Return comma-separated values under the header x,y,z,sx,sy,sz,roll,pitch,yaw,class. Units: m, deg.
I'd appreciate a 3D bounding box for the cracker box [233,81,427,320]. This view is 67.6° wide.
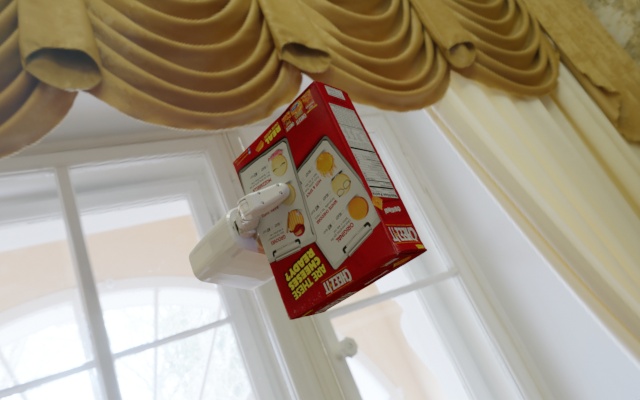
x,y,z,sx,sy,sz,roll,pitch,yaw,class
0.000,0.002,0.546,0.164,0.213,0.072,-38,-25,34,cracker box
